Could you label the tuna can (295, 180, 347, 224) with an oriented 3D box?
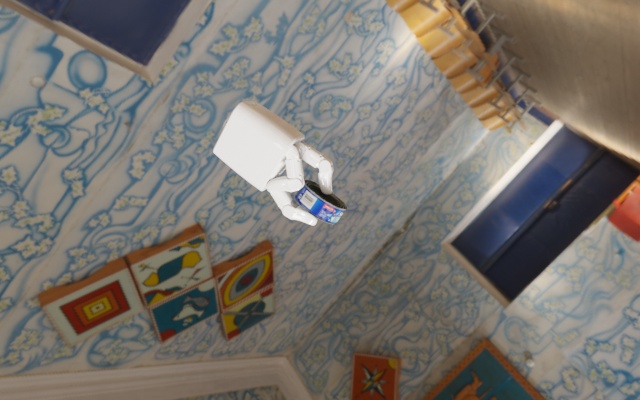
[{"bbox_3d":[0.000,0.003,0.807,0.086,0.034,0.086,32,13,-8],"label":"tuna can"}]
